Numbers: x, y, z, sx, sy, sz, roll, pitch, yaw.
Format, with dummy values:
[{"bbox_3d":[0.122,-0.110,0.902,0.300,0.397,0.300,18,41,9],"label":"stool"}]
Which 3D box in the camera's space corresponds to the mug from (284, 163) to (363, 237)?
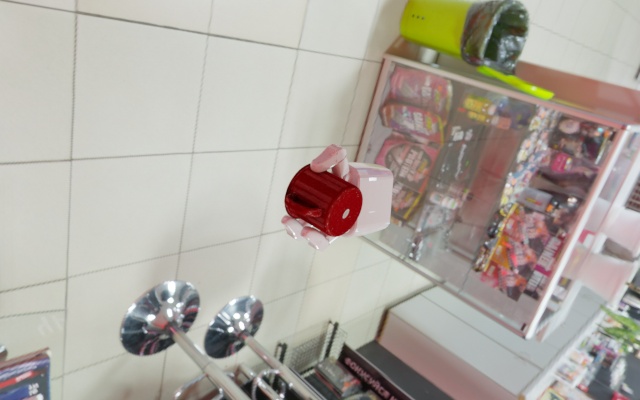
[{"bbox_3d":[-0.001,0.002,0.691,0.081,0.093,0.117,29,22,35],"label":"mug"}]
